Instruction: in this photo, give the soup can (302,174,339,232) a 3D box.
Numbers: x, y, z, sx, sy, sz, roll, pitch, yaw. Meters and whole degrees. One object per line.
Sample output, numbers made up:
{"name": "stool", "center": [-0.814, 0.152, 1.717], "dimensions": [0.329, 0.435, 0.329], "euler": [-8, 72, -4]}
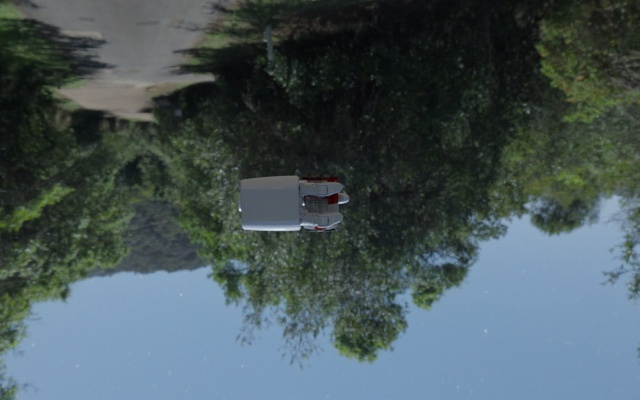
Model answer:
{"name": "soup can", "center": [0.001, 0.003, 0.895], "dimensions": [0.068, 0.102, 0.068], "euler": [-2, 7, 0]}
